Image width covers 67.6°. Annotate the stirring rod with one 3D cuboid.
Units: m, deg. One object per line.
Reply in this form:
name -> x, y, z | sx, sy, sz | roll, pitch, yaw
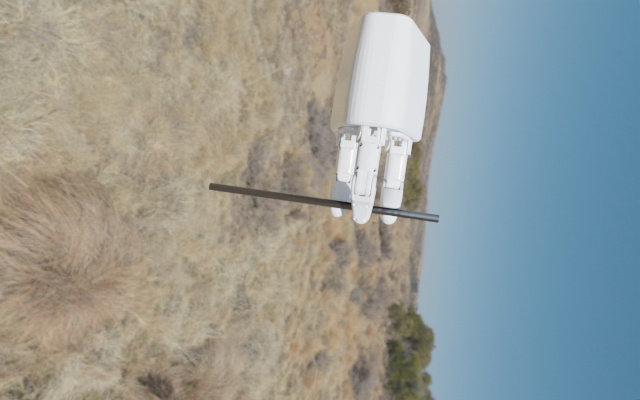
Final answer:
stirring rod -> 0.000, 0.002, 0.493 | 0.239, 0.011, 0.011 | 8, 1, 8
